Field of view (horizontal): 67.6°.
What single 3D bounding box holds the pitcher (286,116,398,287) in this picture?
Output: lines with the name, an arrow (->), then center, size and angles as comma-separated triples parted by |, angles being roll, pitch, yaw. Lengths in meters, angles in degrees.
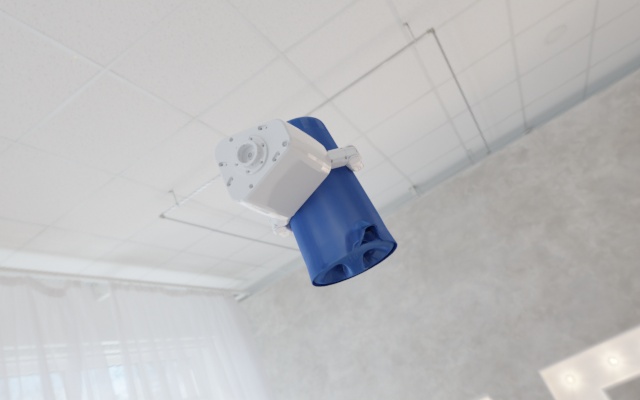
pitcher -> 0.000, 0.002, 0.726 | 0.149, 0.242, 0.145 | -33, -24, 17
